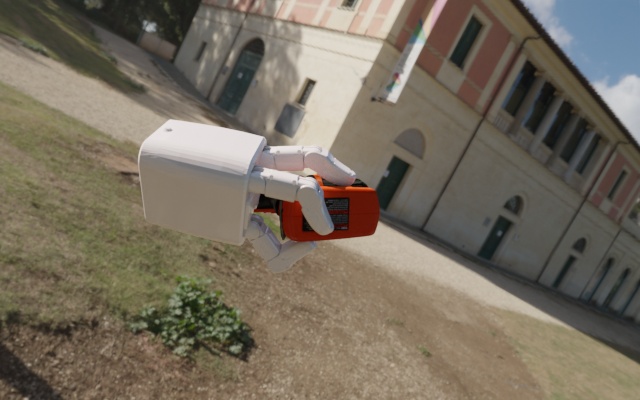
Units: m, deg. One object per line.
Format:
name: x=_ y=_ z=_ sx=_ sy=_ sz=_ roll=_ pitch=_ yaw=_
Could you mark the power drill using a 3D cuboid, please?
power drill: x=0.000 y=0.002 z=0.581 sx=0.184 sy=0.057 sz=0.187 roll=-4 pitch=8 yaw=-17
